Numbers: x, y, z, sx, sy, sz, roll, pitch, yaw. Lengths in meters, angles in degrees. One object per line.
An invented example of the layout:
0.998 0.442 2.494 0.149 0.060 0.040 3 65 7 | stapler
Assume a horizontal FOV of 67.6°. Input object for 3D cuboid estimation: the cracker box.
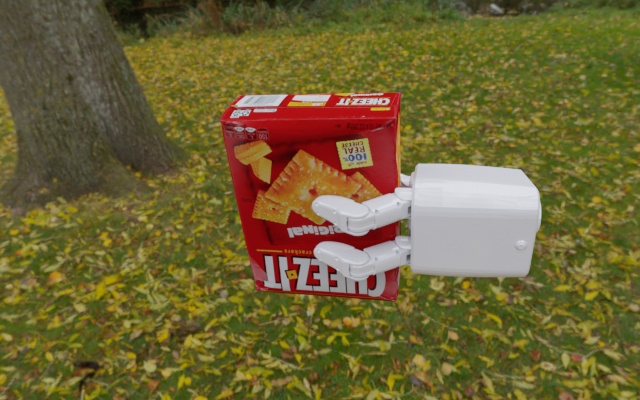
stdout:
0.000 0.001 0.492 0.164 0.214 0.072 2 32 13 | cracker box
